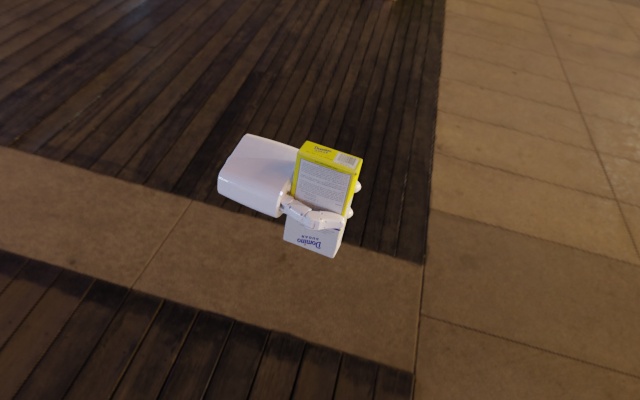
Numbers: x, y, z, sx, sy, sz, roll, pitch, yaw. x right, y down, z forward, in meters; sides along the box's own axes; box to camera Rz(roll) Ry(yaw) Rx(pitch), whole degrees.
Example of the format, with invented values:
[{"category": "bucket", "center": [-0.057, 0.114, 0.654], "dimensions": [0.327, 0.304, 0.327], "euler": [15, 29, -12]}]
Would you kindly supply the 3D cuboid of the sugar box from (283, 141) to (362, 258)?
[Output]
[{"category": "sugar box", "center": [0.000, 0.002, 0.748], "dimensions": [0.093, 0.176, 0.048], "euler": [20, 41, 9]}]
